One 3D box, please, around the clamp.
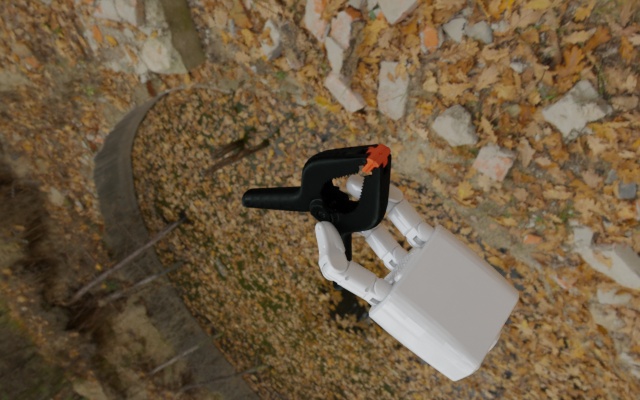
[{"bbox_3d":[0.000,0.002,0.501,0.036,0.164,0.210,-50,-5,-39],"label":"clamp"}]
